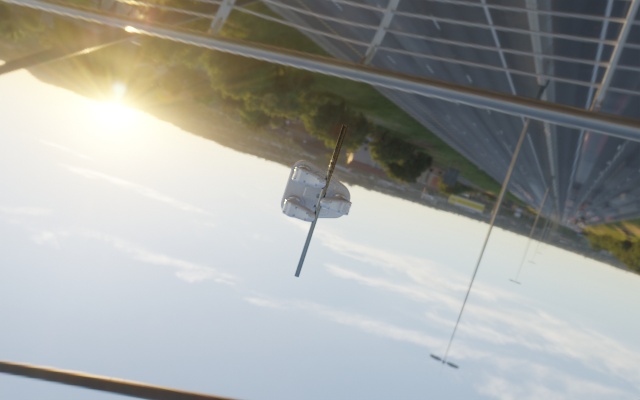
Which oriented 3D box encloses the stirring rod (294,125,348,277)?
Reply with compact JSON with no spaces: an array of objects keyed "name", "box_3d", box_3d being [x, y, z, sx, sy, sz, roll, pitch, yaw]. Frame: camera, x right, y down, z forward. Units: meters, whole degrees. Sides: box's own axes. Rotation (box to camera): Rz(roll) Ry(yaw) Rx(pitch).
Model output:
[{"name":"stirring rod","box_3d":[0.000,0.002,0.720,0.011,0.239,0.011,18,6,-2]}]
